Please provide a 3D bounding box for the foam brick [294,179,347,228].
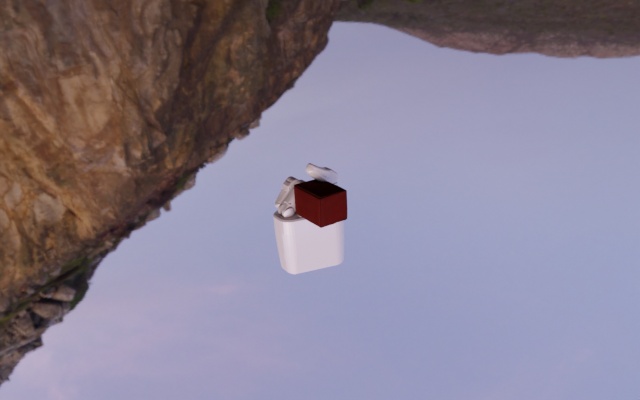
[{"bbox_3d":[0.000,0.003,0.761,0.053,0.051,0.078,-16,25,-30],"label":"foam brick"}]
